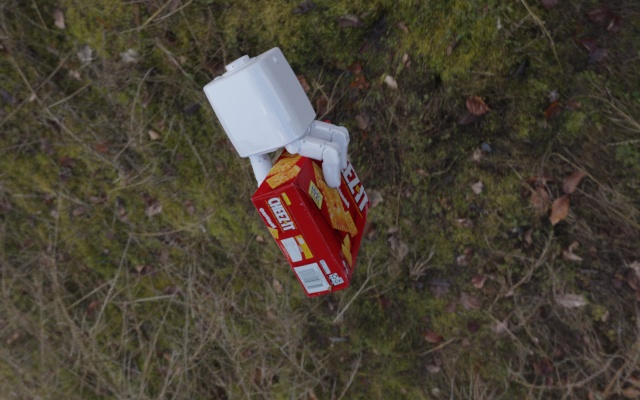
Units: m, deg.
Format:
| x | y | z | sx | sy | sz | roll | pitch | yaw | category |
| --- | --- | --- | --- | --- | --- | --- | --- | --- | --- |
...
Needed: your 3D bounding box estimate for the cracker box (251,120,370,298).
| x | y | z | sx | sy | sz | roll | pitch | yaw | category |
| --- | --- | --- | --- | --- | --- | --- | --- | --- | --- |
| 0.000 | 0.002 | 0.677 | 0.072 | 0.164 | 0.213 | -18 | 24 | 24 | cracker box |
